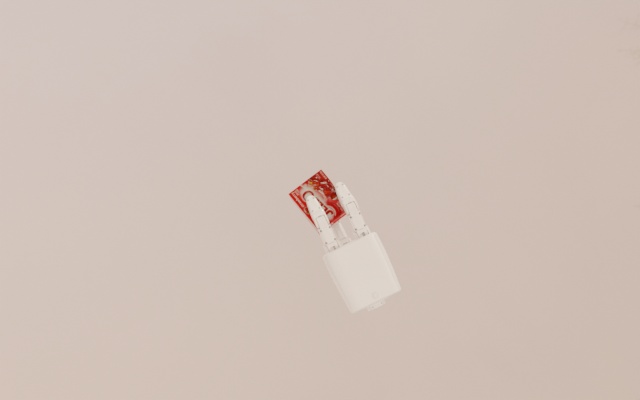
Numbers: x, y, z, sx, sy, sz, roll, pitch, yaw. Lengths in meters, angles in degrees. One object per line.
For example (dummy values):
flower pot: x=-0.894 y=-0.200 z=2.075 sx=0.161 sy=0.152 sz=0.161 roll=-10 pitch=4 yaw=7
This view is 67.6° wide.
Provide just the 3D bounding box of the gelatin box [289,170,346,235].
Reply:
gelatin box: x=0.000 y=0.003 z=0.831 sx=0.073 sy=0.089 sz=0.030 roll=-37 pitch=-14 yaw=-8
